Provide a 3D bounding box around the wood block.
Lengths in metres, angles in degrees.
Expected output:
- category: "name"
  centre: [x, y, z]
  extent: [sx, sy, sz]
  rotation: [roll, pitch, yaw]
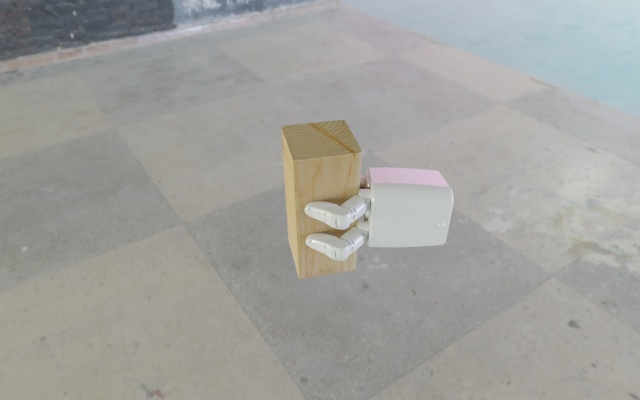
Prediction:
- category: "wood block"
  centre: [0.000, 0.002, 0.674]
  extent: [0.090, 0.206, 0.090]
  rotation: [-8, 38, -10]
